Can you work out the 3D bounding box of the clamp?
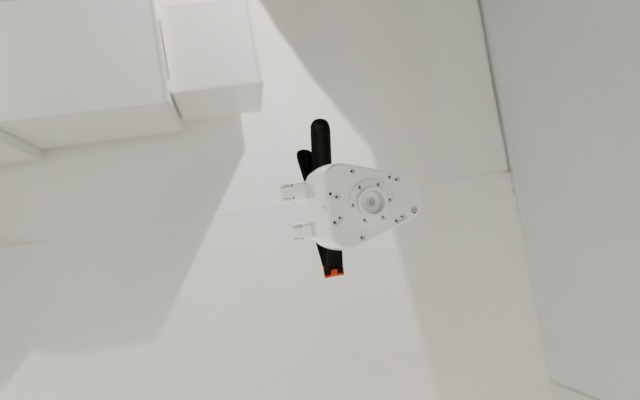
[{"bbox_3d":[0.001,0.003,0.680,0.036,0.210,0.164,-9,0,-10],"label":"clamp"}]
